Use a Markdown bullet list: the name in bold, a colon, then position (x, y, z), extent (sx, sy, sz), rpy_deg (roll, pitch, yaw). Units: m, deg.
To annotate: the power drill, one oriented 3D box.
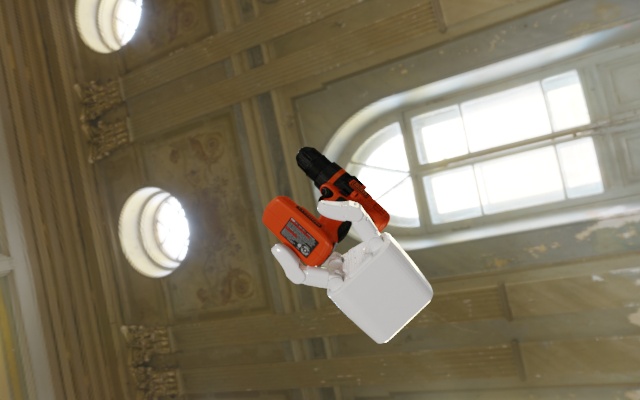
- **power drill**: position (0.000, 0.003, 0.698), extent (0.184, 0.057, 0.187), rpy_deg (41, 36, 11)
